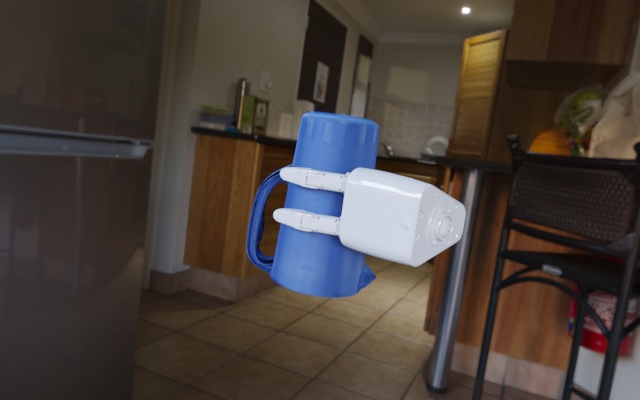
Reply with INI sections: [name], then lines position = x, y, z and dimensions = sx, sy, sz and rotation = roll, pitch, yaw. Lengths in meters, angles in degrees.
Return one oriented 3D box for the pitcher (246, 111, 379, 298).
[pitcher]
position = 0.000, 0.002, 0.669
dimensions = 0.149, 0.243, 0.145
rotation = 2, 10, -43
